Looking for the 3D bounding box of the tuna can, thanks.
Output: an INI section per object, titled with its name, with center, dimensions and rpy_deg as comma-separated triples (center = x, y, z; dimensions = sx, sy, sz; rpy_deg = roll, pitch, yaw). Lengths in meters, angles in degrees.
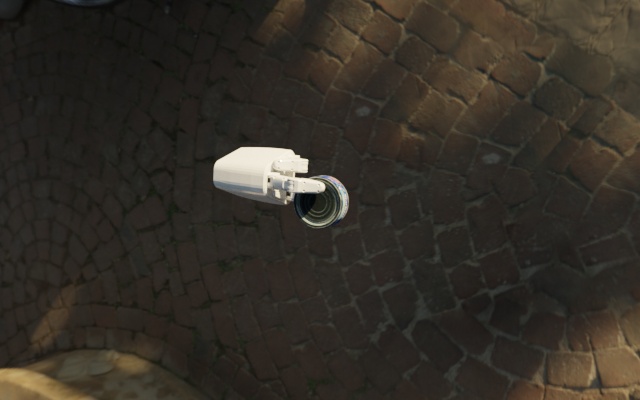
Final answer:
[tuna can]
center = 0.000, 0.003, 0.773
dimensions = 0.086, 0.086, 0.034
rpy_deg = 0, 4, 21
